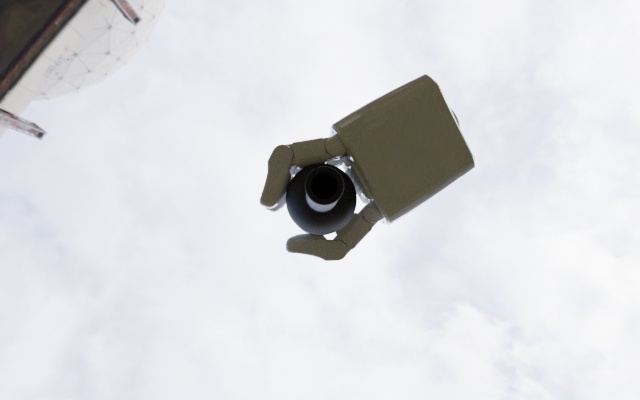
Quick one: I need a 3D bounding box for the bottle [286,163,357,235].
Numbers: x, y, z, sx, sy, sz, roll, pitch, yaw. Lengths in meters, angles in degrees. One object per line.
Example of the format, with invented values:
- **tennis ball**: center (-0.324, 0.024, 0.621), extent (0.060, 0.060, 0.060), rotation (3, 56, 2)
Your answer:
- **bottle**: center (0.000, 0.002, 0.479), extent (0.069, 0.069, 0.296), rotation (0, -5, -1)
